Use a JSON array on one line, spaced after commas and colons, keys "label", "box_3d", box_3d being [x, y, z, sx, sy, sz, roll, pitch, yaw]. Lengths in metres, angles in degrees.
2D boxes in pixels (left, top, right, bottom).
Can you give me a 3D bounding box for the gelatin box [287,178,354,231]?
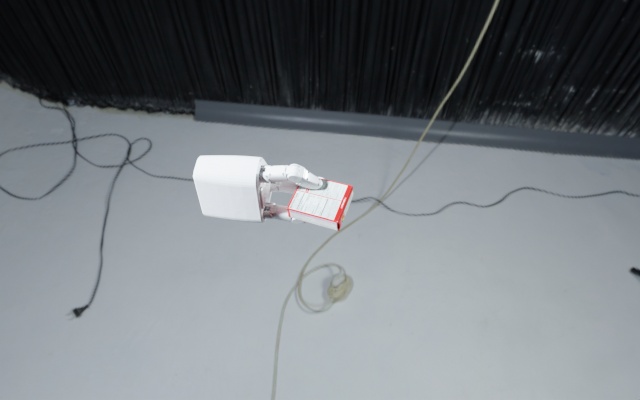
[{"label": "gelatin box", "box_3d": [0.000, 0.002, 0.765, 0.089, 0.073, 0.030, 14, -32, 16]}]
